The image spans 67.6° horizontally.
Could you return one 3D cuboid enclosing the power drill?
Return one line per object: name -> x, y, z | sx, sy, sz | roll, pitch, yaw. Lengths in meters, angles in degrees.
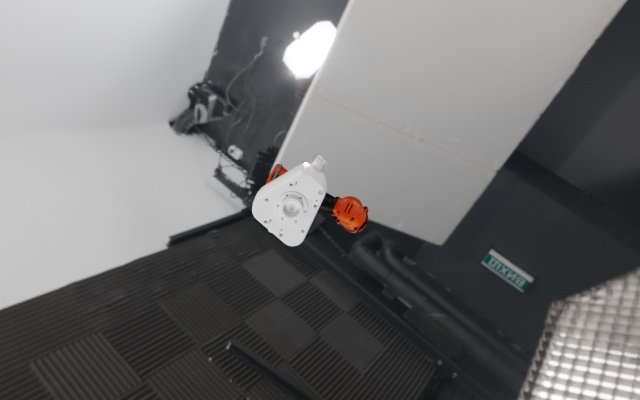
power drill -> 0.000, 0.003, 0.884 | 0.187, 0.057, 0.184 | 22, -9, 12
